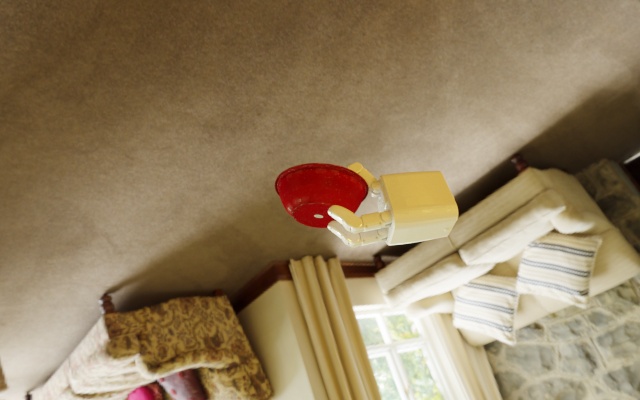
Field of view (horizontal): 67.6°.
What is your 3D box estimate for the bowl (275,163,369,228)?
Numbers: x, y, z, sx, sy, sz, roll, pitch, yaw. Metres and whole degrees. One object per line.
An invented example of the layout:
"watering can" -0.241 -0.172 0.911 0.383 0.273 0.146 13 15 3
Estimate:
"bowl" -0.001 0.003 0.806 0.162 0.055 0.162 3 -29 2
